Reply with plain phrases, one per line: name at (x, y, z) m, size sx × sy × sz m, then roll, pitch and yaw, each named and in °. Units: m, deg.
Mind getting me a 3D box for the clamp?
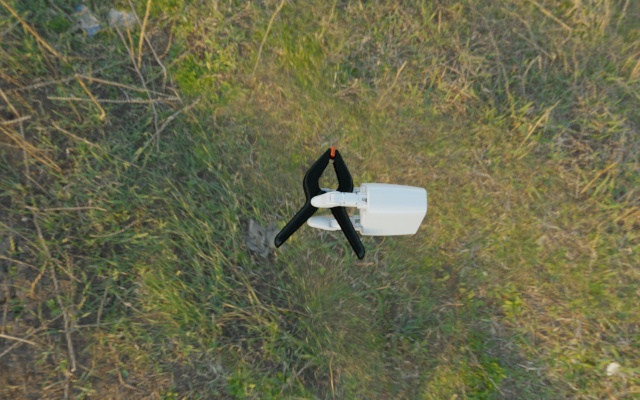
clamp at (0.000, 0.002, 0.878) m, size 0.164 × 0.210 × 0.036 m, roll 2°, pitch -13°, yaw -5°
